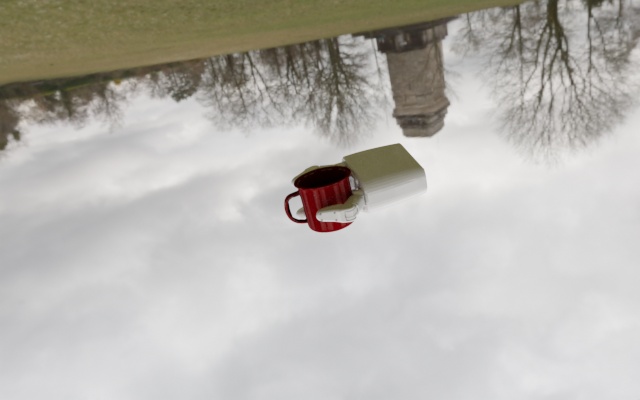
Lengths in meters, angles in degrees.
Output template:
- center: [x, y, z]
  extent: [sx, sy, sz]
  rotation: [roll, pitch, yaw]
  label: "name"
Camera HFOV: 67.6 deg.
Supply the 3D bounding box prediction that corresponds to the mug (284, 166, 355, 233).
- center: [-0.001, 0.003, 0.764]
  extent: [0.117, 0.081, 0.093]
  rotation: [-17, 22, -9]
  label: "mug"
